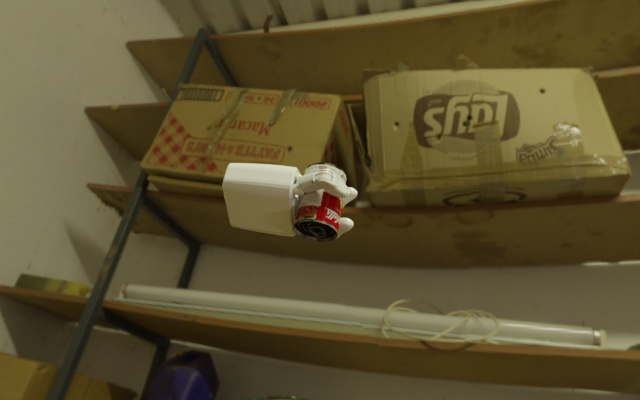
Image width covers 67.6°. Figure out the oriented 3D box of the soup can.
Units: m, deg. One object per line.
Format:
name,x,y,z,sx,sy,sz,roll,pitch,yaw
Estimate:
soup can,0.001,0.002,0.726,0.068,0.102,0.068,8,-29,4
